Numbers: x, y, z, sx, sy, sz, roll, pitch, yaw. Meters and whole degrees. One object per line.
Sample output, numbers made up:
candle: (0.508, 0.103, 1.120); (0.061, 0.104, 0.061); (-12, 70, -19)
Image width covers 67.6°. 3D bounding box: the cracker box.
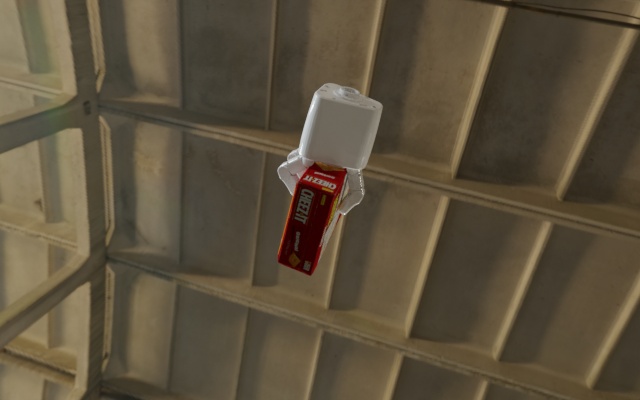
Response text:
cracker box: (0.000, 0.003, 0.848); (0.072, 0.164, 0.213); (19, 29, 7)
